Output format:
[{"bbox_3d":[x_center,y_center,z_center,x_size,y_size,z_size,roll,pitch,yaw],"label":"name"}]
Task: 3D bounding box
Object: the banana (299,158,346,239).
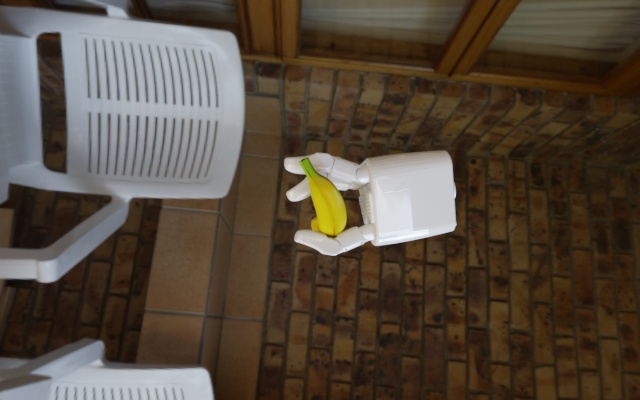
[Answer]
[{"bbox_3d":[0.007,0.016,0.620,0.037,0.069,0.198,-22,-24,-9],"label":"banana"}]
